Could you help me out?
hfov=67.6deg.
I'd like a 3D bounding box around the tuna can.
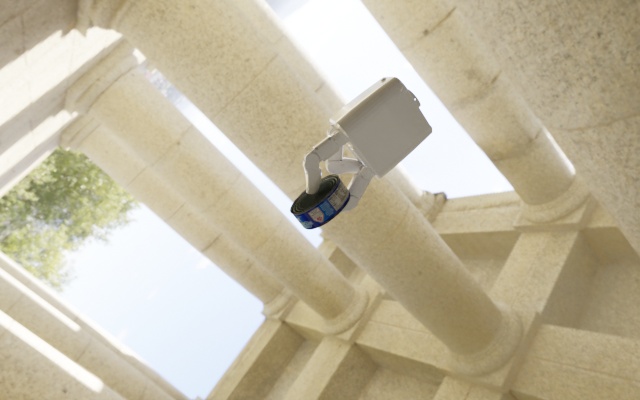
[{"bbox_3d":[0.000,0.003,0.682,0.086,0.034,0.086,-34,19,13],"label":"tuna can"}]
